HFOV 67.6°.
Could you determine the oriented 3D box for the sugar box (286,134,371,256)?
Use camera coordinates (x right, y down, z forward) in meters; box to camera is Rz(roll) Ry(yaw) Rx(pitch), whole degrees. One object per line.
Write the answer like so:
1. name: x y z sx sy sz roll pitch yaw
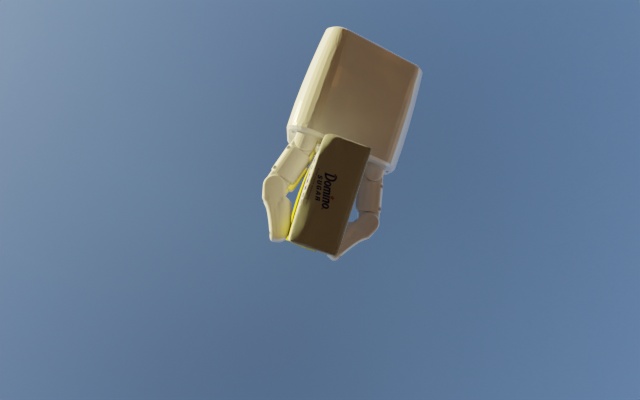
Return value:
1. sugar box: 0.000 0.001 0.456 0.048 0.093 0.176 19 -7 -1
